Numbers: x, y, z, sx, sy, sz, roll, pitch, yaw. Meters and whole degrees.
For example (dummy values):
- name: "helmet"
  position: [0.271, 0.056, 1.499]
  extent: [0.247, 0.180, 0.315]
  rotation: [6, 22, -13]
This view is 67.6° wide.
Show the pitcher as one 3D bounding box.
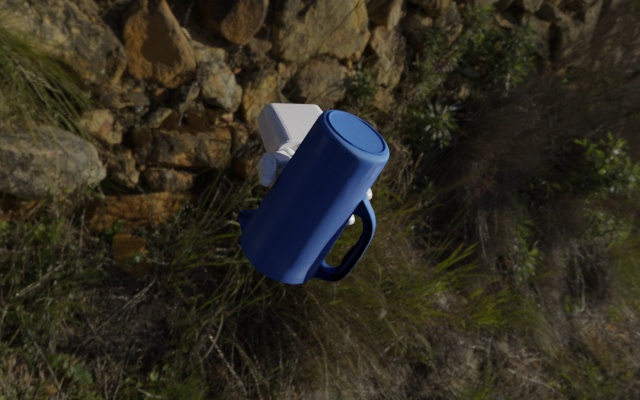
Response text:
- name: "pitcher"
  position: [0.000, 0.002, 0.684]
  extent: [0.149, 0.243, 0.145]
  rotation: [8, 40, -35]
